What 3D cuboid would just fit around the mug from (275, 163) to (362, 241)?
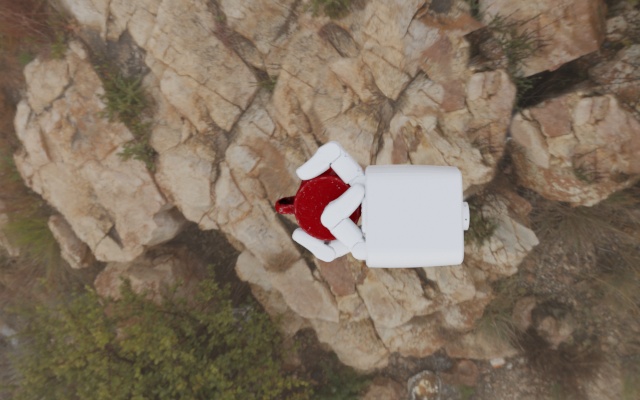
[{"bbox_3d":[-0.001,0.002,0.601,0.117,0.093,0.081,-2,12,8],"label":"mug"}]
